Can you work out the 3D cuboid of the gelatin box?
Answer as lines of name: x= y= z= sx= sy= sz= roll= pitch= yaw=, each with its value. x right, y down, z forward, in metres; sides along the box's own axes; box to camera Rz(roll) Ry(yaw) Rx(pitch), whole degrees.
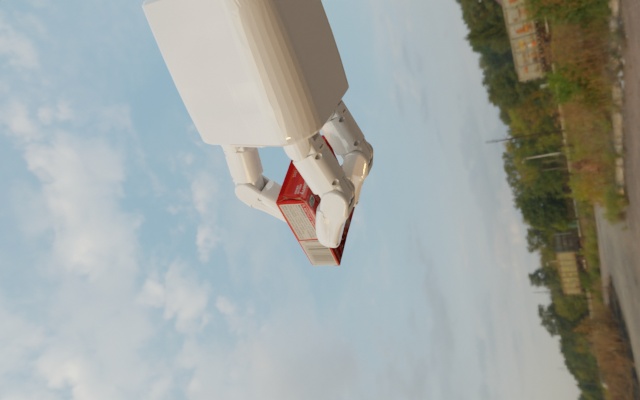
gelatin box: x=0.000 y=0.002 z=0.407 sx=0.030 sy=0.073 sz=0.089 roll=-2 pitch=-42 yaw=23
